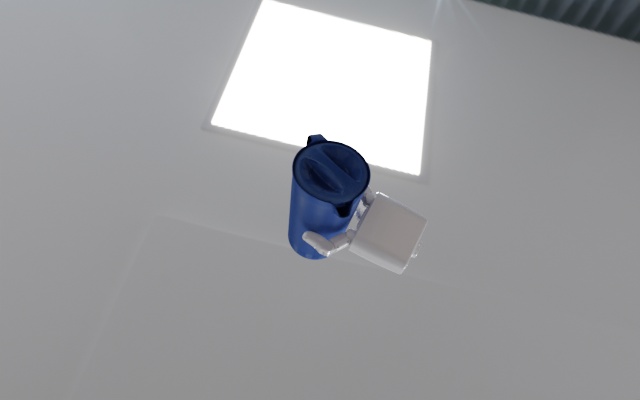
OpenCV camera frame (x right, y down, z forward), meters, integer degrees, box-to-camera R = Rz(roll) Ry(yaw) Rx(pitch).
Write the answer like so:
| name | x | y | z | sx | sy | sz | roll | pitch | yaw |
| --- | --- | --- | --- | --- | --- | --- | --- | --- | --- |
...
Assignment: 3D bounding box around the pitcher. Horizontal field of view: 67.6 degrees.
| name | x | y | z | sx | sy | sz | roll | pitch | yaw |
| --- | --- | --- | --- | --- | --- | --- | --- | --- | --- |
| pitcher | 0.000 | 0.003 | 0.895 | 0.145 | 0.149 | 0.243 | 27 | -34 | 8 |
